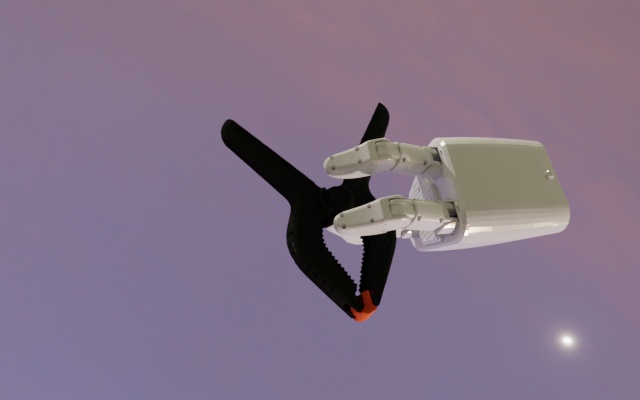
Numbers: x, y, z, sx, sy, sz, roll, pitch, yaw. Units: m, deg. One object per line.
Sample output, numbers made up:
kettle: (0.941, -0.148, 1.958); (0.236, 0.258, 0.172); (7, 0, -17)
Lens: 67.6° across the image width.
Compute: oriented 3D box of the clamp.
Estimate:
clamp: (0.000, 0.002, 0.419); (0.164, 0.210, 0.036); (-3, -27, -11)
